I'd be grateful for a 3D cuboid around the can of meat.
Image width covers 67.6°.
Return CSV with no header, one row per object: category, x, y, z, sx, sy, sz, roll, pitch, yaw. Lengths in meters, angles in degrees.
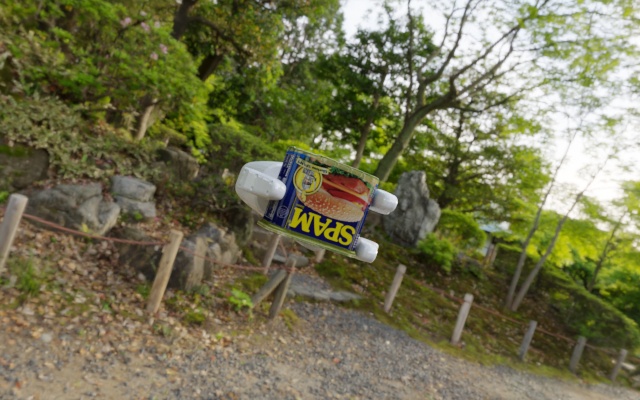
can of meat,0.000,0.001,0.478,0.102,0.084,0.057,20,-1,-23
